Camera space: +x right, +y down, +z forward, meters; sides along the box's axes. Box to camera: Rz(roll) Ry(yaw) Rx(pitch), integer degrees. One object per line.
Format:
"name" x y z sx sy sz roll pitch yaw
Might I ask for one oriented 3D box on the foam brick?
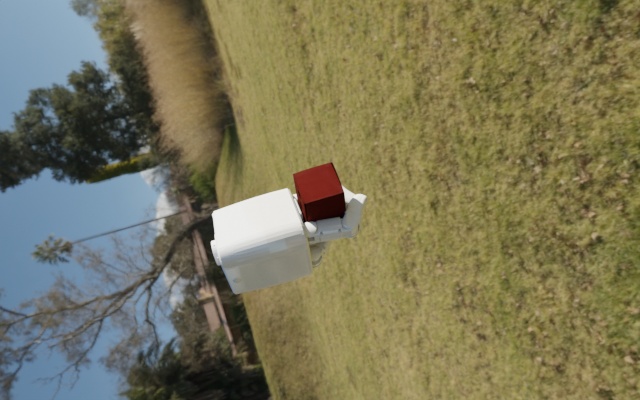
"foam brick" 0.000 0.002 0.595 0.051 0.053 0.078 -15 -39 -7
